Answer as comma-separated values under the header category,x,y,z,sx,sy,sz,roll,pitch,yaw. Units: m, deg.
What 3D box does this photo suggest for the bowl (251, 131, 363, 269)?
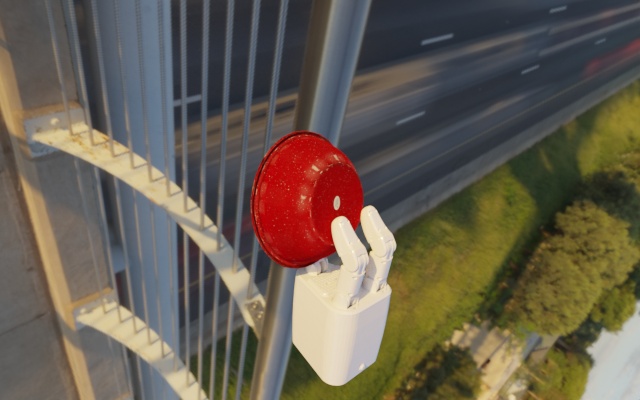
category,x,y,z,sx,sy,sz,roll,pitch,yaw
bowl,0.000,0.001,0.541,0.055,0.162,0.162,6,4,42
